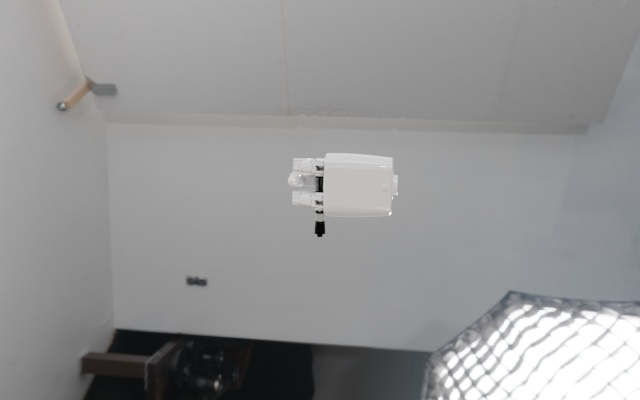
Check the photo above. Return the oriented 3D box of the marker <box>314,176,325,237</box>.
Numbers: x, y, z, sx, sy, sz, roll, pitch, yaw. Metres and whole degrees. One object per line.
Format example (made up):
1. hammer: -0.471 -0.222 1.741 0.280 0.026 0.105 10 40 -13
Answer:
1. marker: 0.000 0.003 0.808 0.020 0.121 0.020 1 10 0
